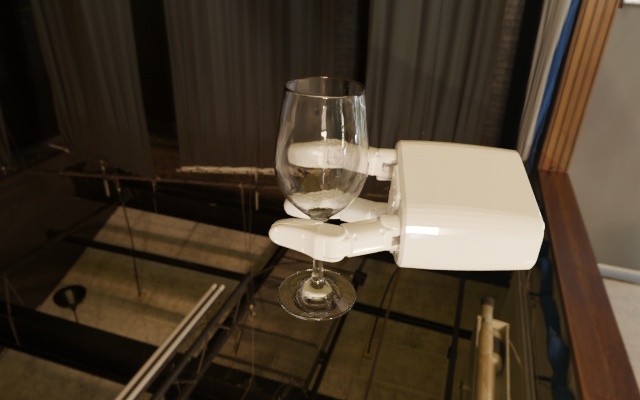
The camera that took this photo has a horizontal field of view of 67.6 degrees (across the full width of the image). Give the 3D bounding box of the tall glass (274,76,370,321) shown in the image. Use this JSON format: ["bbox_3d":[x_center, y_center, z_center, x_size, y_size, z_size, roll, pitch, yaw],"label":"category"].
[{"bbox_3d":[0.000,0.002,0.407,0.079,0.201,0.079,1,28,-1],"label":"tall glass"}]
